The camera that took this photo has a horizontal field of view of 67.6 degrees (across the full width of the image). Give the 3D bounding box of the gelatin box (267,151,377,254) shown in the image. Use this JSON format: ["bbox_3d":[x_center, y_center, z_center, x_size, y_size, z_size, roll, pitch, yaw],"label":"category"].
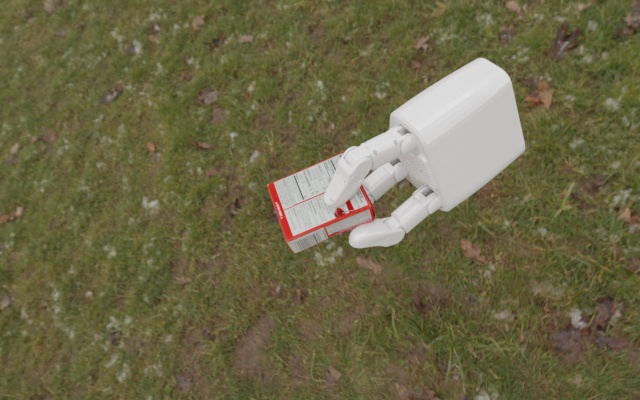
[{"bbox_3d":[0.000,0.001,0.471,0.089,0.073,0.030,-23,-34,-1],"label":"gelatin box"}]
